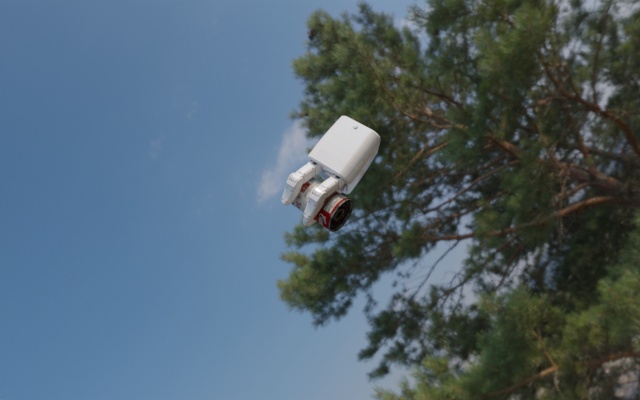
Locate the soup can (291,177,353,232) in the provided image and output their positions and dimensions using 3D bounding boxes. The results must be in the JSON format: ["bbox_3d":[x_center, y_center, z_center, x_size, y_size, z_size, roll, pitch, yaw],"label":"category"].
[{"bbox_3d":[0.000,0.003,0.878,0.102,0.068,0.068,33,16,26],"label":"soup can"}]
